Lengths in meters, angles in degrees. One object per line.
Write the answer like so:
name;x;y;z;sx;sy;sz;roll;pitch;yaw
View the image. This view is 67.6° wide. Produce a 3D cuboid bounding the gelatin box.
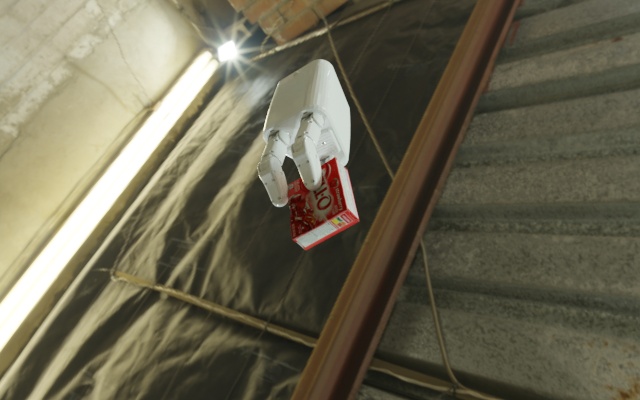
gelatin box;0.000;0.002;0.546;0.073;0.089;0.030;-30;-47;20
